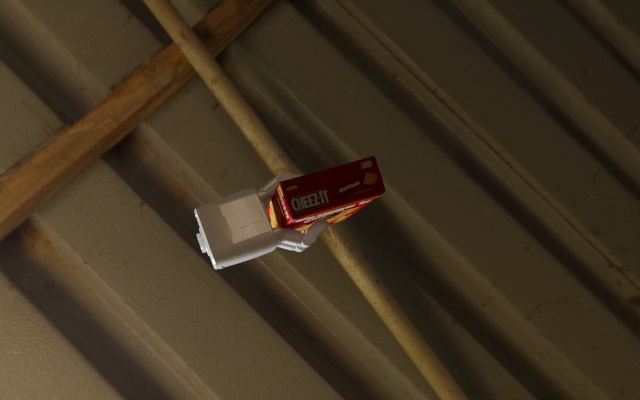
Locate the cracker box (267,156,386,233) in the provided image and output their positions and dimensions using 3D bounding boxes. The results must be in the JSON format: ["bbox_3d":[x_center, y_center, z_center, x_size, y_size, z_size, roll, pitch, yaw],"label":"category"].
[{"bbox_3d":[0.000,0.003,0.838,0.164,0.072,0.214,-17,-8,-15],"label":"cracker box"}]
